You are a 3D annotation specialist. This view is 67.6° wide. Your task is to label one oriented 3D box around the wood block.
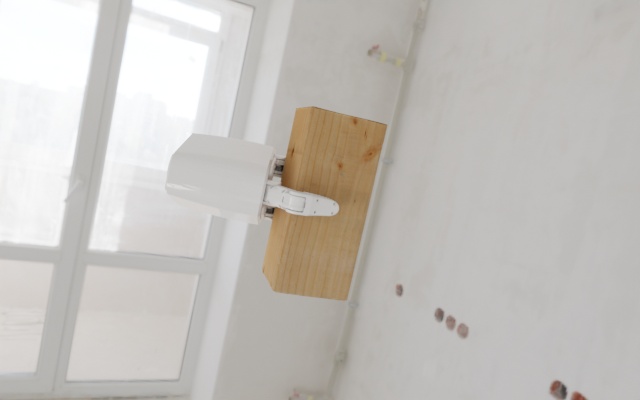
[{"bbox_3d":[0.000,0.002,0.565,0.090,0.206,0.091,11,6,-17],"label":"wood block"}]
